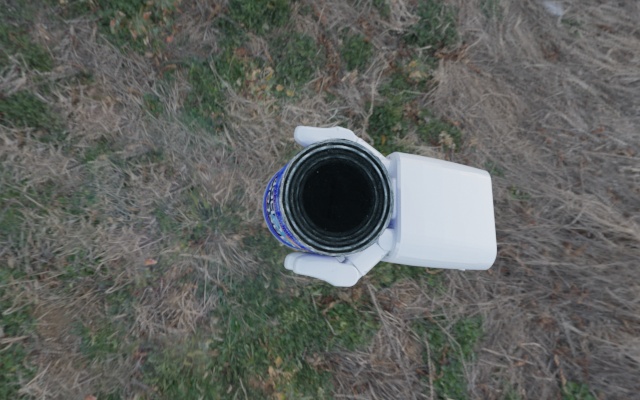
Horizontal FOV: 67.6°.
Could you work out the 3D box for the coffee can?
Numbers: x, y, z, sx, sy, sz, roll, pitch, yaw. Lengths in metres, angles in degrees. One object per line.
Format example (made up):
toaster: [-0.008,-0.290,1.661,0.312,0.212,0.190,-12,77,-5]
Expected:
coffee can: [0.000,0.001,0.475,0.103,0.103,0.140,0,-3,-12]
